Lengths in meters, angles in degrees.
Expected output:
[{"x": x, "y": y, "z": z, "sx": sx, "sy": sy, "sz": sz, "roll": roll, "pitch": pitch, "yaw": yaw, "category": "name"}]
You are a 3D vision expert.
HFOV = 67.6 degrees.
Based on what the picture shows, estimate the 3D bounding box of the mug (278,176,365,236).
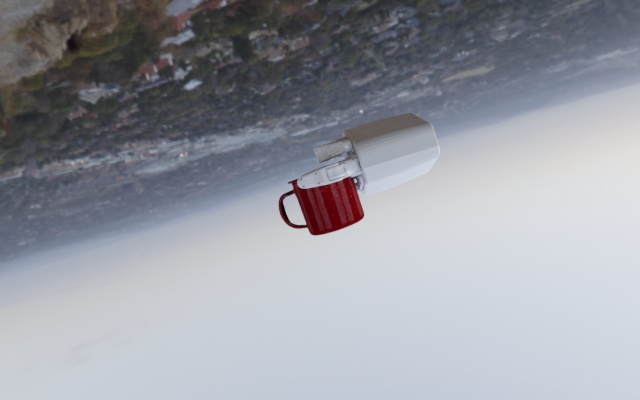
[{"x": -0.001, "y": 0.003, "z": 0.660, "sx": 0.117, "sy": 0.081, "sz": 0.093, "roll": -19, "pitch": 4, "yaw": -1, "category": "mug"}]
